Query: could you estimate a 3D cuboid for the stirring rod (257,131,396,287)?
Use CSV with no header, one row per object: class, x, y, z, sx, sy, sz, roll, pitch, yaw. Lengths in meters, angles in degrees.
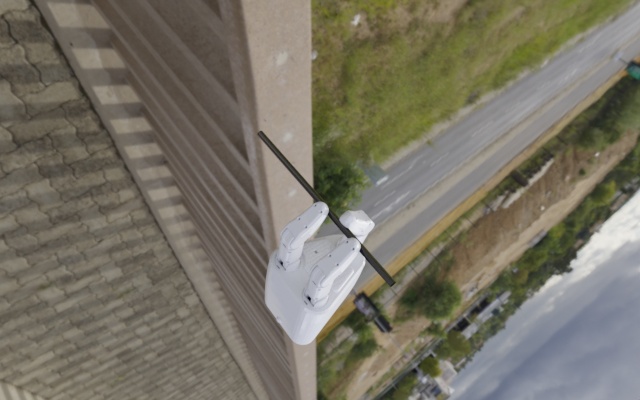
stirring rod,0.000,0.002,0.528,0.239,0.011,0.011,49,24,23
